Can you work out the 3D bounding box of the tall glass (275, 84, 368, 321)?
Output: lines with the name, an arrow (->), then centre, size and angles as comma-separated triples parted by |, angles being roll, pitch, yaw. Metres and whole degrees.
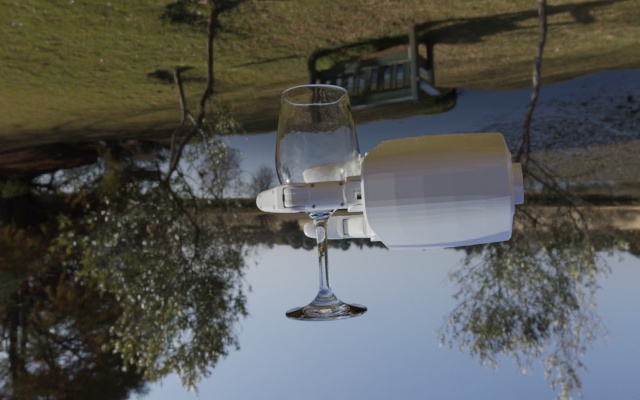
tall glass -> 0.000, 0.002, 0.434 | 0.079, 0.201, 0.079 | -4, -3, 0
